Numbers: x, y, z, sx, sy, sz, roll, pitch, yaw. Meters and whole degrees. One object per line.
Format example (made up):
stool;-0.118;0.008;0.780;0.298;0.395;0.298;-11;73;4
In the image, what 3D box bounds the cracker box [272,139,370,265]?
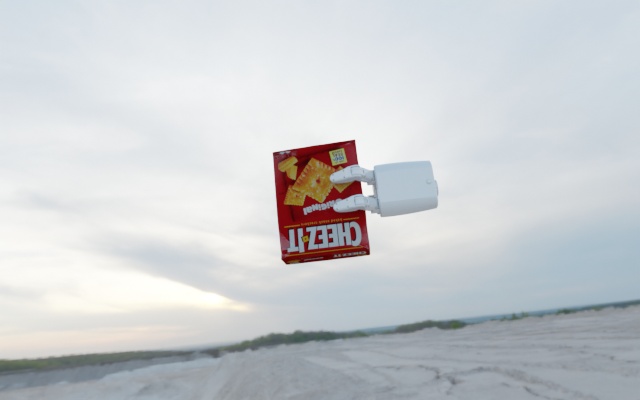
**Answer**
cracker box;0.000;0.003;0.899;0.164;0.213;0.072;-7;-16;5
